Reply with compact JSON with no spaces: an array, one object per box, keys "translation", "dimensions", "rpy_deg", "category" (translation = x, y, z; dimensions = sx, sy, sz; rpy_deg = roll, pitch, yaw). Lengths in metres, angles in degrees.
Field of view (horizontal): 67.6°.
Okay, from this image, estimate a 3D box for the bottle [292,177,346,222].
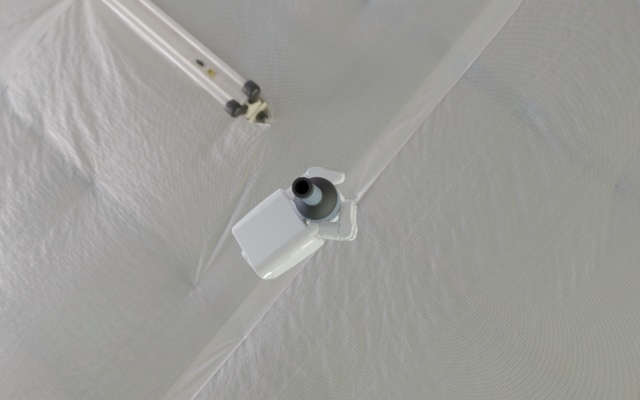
[{"translation":[0.000,0.002,0.748],"dimensions":[0.069,0.069,0.296],"rpy_deg":[0,-8,9],"category":"bottle"}]
